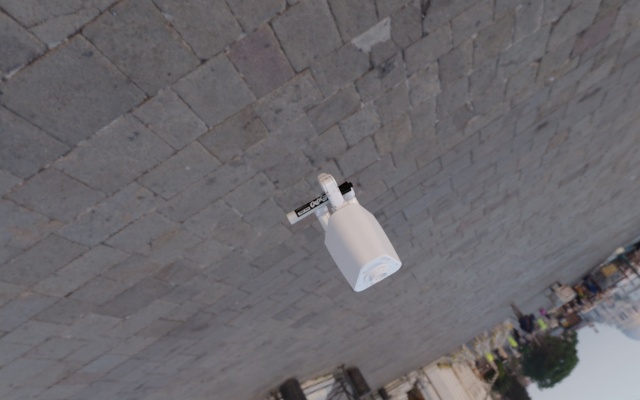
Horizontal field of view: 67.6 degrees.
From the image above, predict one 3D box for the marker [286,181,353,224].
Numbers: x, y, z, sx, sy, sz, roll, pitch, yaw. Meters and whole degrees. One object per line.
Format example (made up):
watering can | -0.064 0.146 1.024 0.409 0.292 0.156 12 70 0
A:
marker | 0.000 0.003 0.793 0.121 0.020 0.020 -29 1 -3
